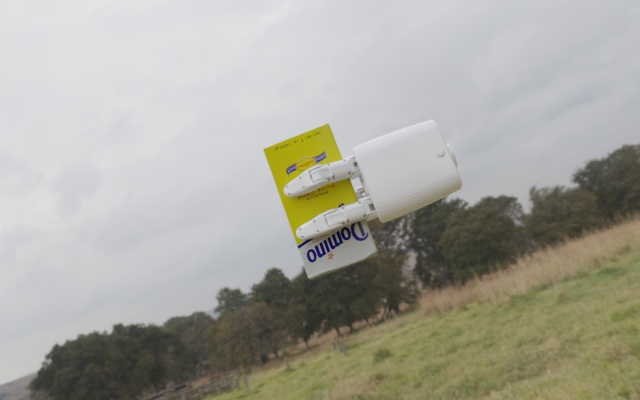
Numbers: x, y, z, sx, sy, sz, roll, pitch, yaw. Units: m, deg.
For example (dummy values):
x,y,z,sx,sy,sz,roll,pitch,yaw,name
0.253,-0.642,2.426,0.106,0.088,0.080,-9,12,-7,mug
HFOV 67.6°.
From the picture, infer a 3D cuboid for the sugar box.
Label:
x,y,z,sx,sy,sz,roll,pitch,yaw,name
0.000,0.002,0.607,0.093,0.176,0.048,-22,-11,4,sugar box
